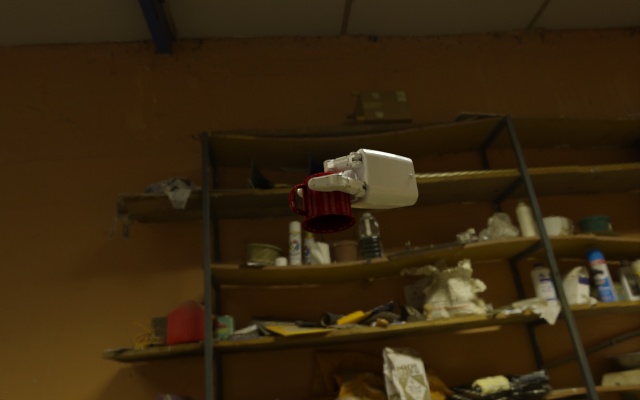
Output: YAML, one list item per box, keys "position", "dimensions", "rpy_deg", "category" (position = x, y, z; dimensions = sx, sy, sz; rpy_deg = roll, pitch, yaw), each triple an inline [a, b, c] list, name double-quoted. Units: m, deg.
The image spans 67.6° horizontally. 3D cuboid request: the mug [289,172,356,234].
- position: [-0.001, 0.002, 0.820]
  dimensions: [0.117, 0.081, 0.093]
  rpy_deg: [7, -26, -26]
  category: "mug"
